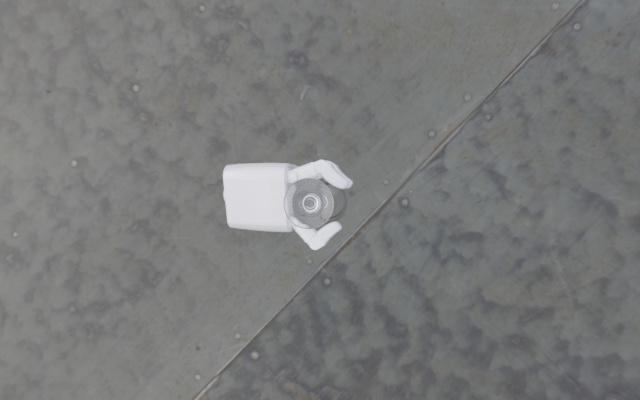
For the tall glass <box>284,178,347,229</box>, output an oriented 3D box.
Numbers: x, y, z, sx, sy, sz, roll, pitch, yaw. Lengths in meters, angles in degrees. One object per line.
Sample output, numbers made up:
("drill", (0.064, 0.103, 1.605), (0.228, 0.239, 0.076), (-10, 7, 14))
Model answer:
("tall glass", (0.000, 0.003, 0.786), (0.079, 0.079, 0.201), (0, 1, 11))
